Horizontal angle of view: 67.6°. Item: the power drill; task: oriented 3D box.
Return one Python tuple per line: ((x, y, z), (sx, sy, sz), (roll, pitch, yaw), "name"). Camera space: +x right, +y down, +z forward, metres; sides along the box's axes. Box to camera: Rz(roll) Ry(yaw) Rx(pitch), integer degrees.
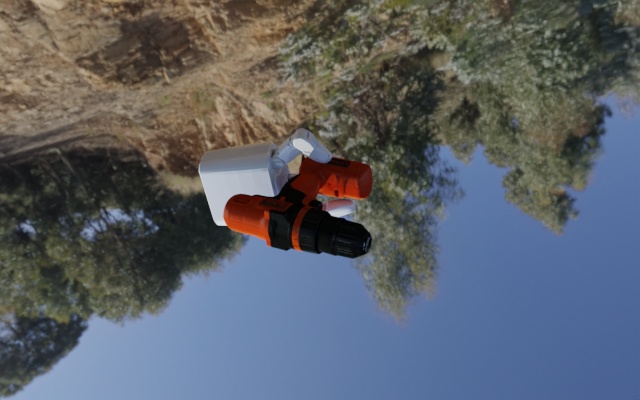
((0.000, 0.002, 0.603), (0.184, 0.057, 0.187), (14, 28, 22), "power drill")
